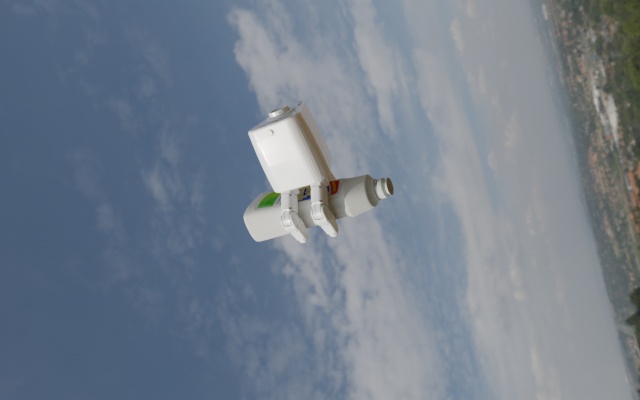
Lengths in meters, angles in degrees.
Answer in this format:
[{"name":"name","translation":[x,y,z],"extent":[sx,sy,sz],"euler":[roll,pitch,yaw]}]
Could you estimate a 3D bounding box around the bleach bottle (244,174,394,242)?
[{"name":"bleach bottle","translation":[0.000,0.003,0.784],"extent":[0.251,0.068,0.102],"euler":[-15,21,27]}]
